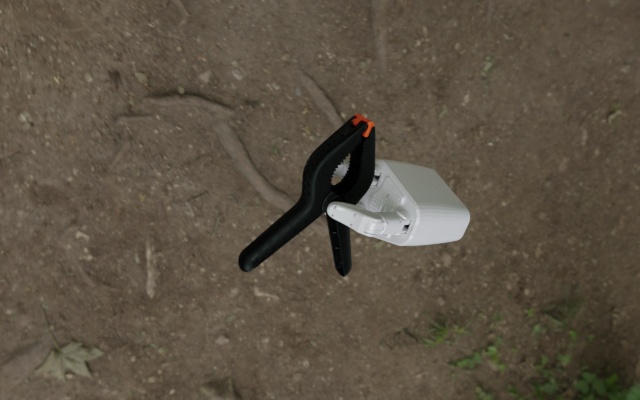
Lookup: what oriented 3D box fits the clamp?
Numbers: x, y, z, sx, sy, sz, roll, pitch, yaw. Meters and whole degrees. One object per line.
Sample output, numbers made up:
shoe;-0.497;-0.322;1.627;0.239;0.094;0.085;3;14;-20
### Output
clamp;0.001;0.002;0.543;0.164;0.210;0.036;2;26;-39
